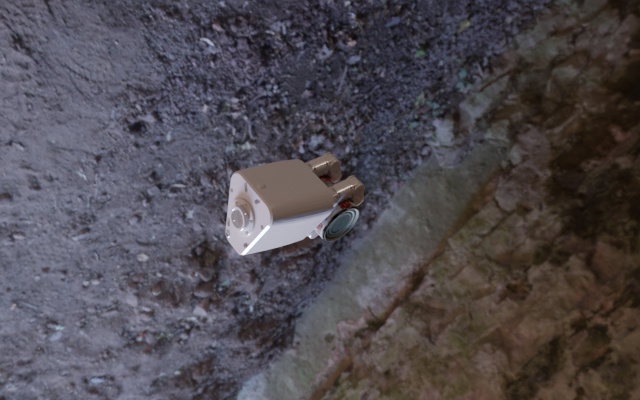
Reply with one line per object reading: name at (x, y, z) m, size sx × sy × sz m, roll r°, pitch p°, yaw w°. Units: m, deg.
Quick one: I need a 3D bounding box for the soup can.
soup can at (0.001, 0.002, 0.701) m, size 0.068 × 0.068 × 0.102 m, roll 0°, pitch 40°, yaw -53°
